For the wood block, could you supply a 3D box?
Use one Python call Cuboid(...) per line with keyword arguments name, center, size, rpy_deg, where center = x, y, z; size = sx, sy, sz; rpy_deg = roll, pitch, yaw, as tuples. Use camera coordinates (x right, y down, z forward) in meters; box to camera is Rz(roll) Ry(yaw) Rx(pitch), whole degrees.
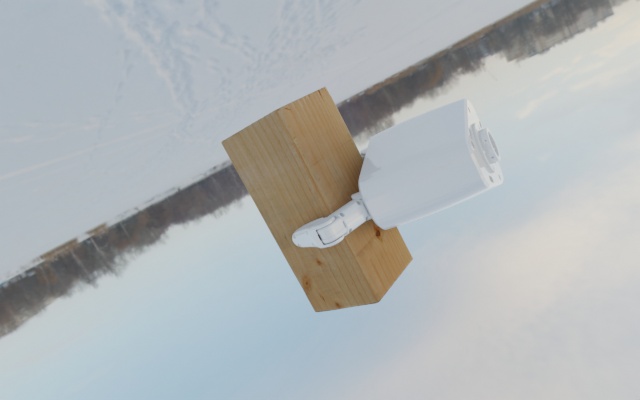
Cuboid(name="wood block", center=(0.000, 0.002, 0.499), size=(0.090, 0.206, 0.090), rpy_deg=(-20, 12, 41))
